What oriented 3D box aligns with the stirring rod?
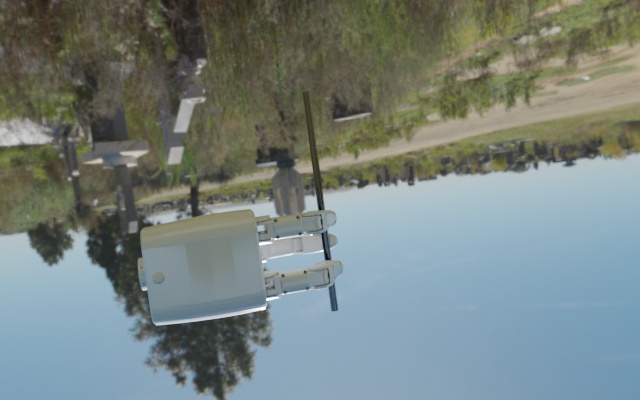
[{"bbox_3d":[0.000,0.002,0.521,0.011,0.239,0.011,-8,2,0],"label":"stirring rod"}]
